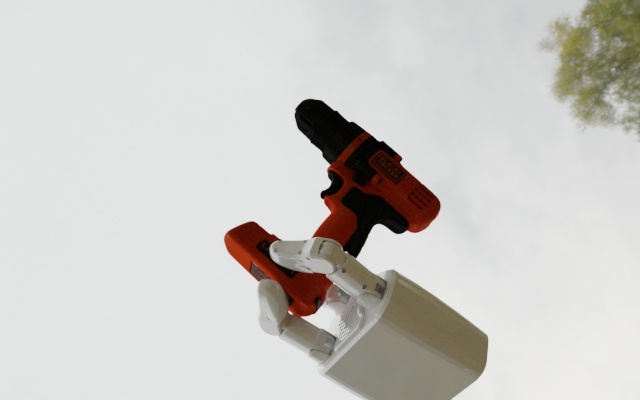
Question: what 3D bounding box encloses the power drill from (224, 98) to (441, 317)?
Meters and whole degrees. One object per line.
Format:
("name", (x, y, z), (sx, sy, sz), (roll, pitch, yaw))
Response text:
("power drill", (0.000, 0.002, 0.461), (0.187, 0.184, 0.057), (-43, -12, -24))
